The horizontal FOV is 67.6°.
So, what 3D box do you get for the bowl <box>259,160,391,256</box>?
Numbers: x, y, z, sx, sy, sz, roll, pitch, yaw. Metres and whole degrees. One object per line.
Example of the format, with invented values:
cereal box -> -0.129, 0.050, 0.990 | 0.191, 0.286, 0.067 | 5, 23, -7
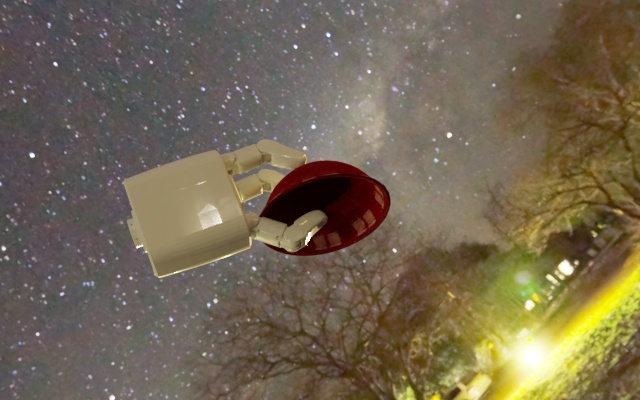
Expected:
bowl -> 0.001, 0.002, 0.578 | 0.162, 0.055, 0.162 | -10, -36, -7
